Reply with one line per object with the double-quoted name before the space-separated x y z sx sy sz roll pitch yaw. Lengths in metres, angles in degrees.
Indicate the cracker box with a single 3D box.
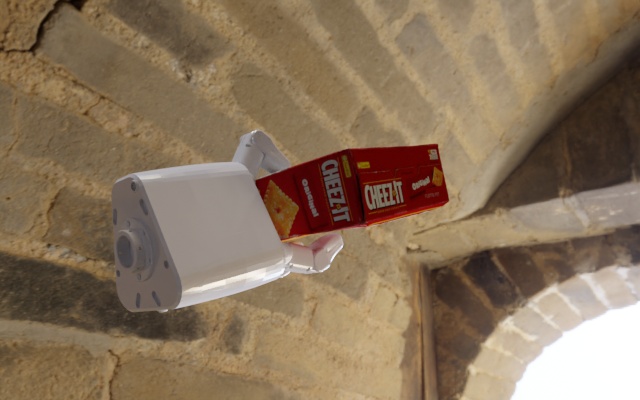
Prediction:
"cracker box" 0.000 0.001 0.500 0.214 0.072 0.164 -14 -2 40
